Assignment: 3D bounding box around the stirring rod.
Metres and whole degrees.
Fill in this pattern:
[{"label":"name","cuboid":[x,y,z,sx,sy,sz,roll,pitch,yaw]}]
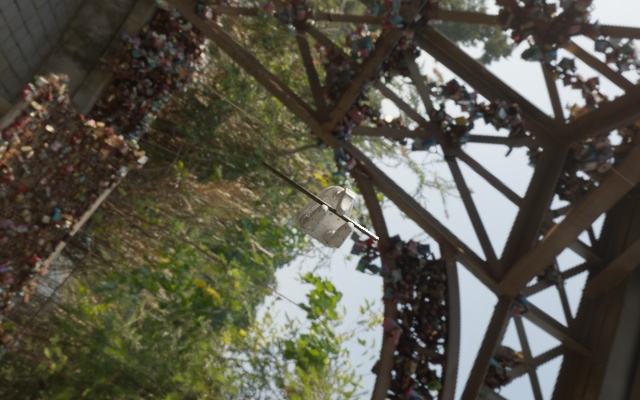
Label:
[{"label":"stirring rod","cuboid":[0.000,0.003,0.826,0.239,0.011,0.011,34,-5,-7]}]
